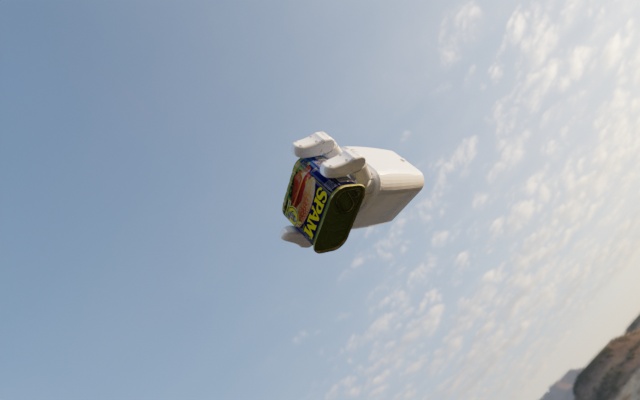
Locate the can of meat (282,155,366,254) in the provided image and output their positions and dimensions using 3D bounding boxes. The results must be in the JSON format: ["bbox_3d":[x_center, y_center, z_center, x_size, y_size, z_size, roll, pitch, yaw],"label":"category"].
[{"bbox_3d":[0.000,0.002,0.616,0.057,0.102,0.084,-7,38,-40],"label":"can of meat"}]
